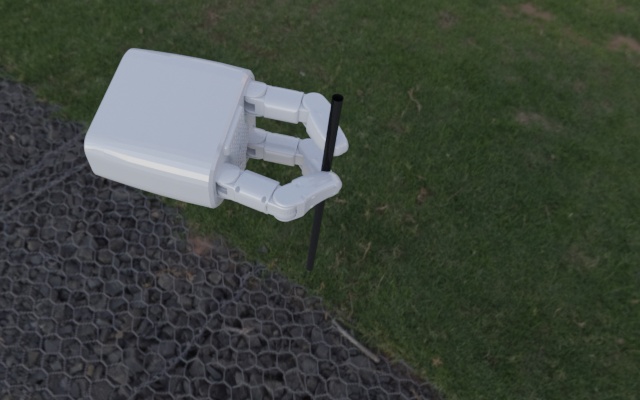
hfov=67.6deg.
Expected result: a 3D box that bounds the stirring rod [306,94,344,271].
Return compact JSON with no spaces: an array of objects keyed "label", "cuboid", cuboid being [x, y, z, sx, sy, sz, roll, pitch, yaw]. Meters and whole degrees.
[{"label":"stirring rod","cuboid":[0.000,0.001,0.422,0.011,0.011,0.240,0,-36,-7]}]
